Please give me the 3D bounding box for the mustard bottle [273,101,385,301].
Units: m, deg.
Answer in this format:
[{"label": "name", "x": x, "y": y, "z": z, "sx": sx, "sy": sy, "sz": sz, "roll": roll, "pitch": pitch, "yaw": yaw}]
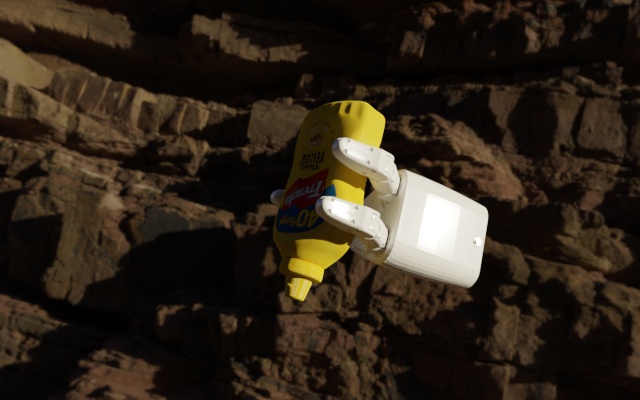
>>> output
[{"label": "mustard bottle", "x": 0.000, "y": 0.001, "z": 0.462, "sx": 0.096, "sy": 0.191, "sz": 0.058, "roll": -3, "pitch": -24, "yaw": 46}]
